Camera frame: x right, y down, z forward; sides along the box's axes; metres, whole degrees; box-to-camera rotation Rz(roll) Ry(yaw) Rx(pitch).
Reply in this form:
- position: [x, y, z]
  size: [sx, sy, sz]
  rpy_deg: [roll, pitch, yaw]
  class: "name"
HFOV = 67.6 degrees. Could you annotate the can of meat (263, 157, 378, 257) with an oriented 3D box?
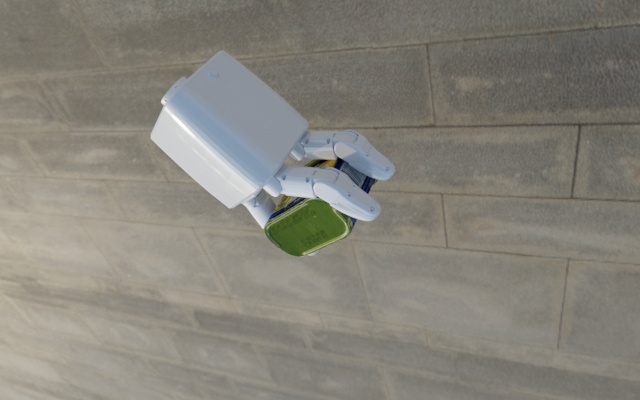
- position: [0.000, 0.002, 0.470]
  size: [0.102, 0.057, 0.084]
  rpy_deg: [-30, 22, 42]
  class: "can of meat"
